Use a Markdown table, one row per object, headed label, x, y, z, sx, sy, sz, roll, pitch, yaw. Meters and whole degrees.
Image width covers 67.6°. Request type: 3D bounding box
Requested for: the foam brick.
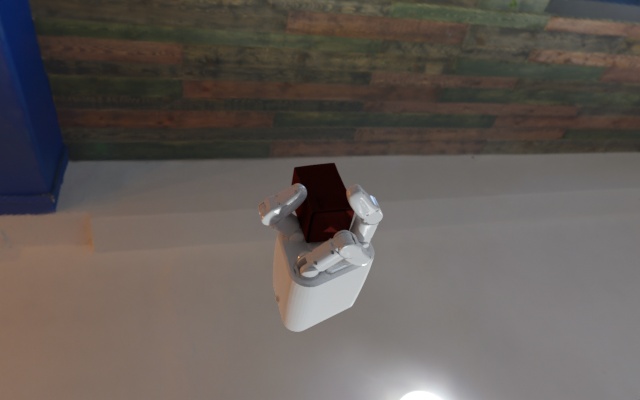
| label | x | y | z | sx | sy | sz | roll | pitch | yaw |
| --- | --- | --- | --- | --- | --- | --- | --- | --- | --- |
| foam brick | 0.000 | 0.002 | 0.556 | 0.053 | 0.078 | 0.051 | -6 | -43 | -17 |
